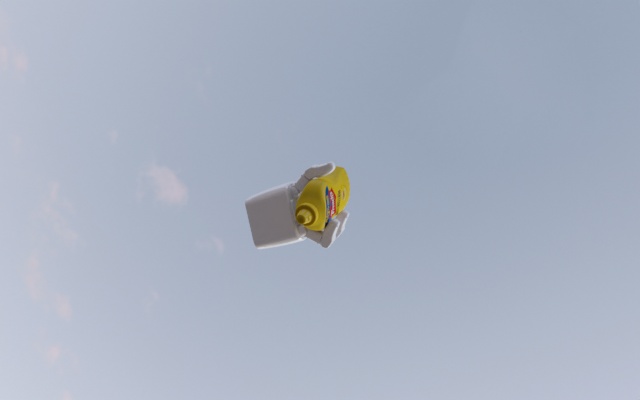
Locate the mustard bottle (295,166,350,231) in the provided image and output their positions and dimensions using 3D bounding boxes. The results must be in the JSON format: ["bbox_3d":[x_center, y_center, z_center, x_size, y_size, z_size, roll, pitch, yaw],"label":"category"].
[{"bbox_3d":[0.001,0.003,0.898,0.058,0.096,0.191,10,22,19],"label":"mustard bottle"}]
